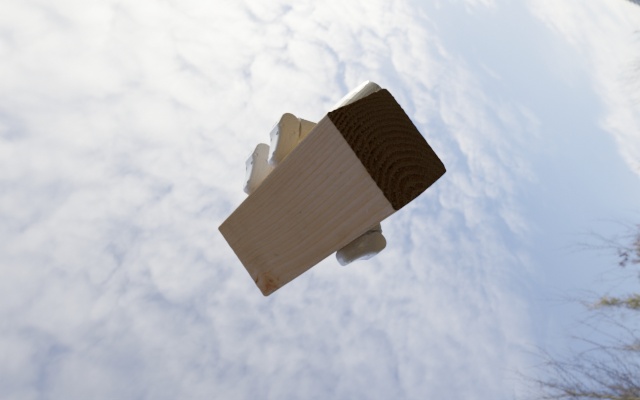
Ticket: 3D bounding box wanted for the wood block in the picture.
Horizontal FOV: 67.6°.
[{"bbox_3d":[0.000,0.002,0.446,0.090,0.091,0.206,-32,-5,-44],"label":"wood block"}]
